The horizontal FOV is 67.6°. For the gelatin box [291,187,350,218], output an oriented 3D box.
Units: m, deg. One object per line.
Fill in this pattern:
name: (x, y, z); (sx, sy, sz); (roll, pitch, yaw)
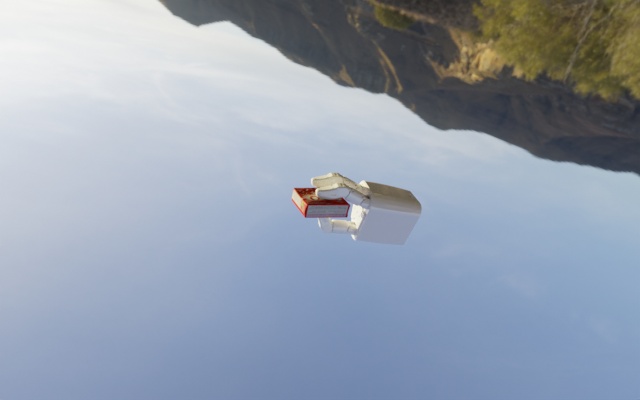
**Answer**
gelatin box: (0.000, 0.003, 0.888); (0.089, 0.030, 0.073); (0, 27, -25)
